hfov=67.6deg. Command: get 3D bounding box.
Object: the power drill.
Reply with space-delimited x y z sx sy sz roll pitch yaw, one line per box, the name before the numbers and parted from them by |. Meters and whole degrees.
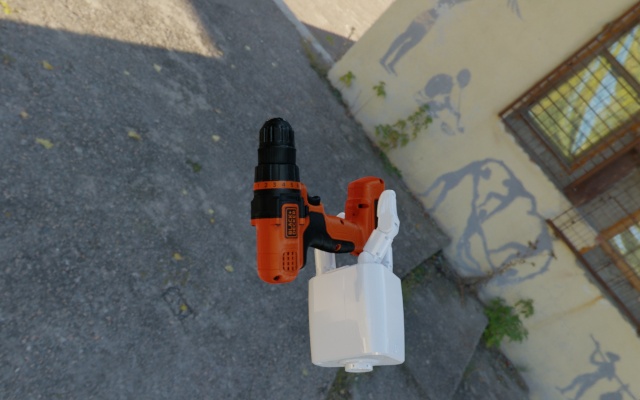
power drill | 0.000 0.002 0.578 0.187 0.184 0.057 3 -4 -42
